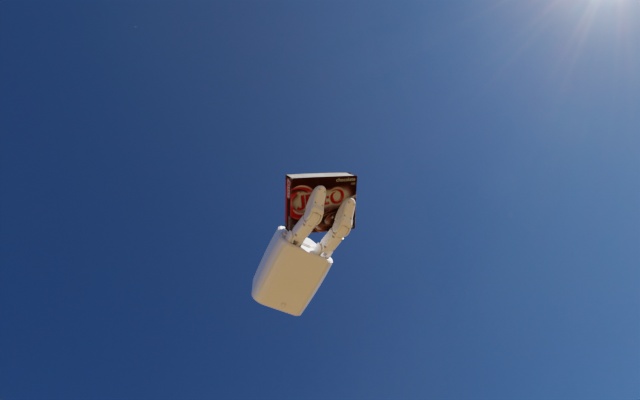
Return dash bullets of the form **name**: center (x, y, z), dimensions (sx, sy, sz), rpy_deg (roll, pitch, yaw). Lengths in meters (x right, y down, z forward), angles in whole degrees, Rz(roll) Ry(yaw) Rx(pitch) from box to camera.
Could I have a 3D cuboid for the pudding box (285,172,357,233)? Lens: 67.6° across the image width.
- **pudding box**: center (0.000, 0.003, 0.760), dimensions (0.113, 0.090, 0.039), rpy_deg (-5, 17, -22)
